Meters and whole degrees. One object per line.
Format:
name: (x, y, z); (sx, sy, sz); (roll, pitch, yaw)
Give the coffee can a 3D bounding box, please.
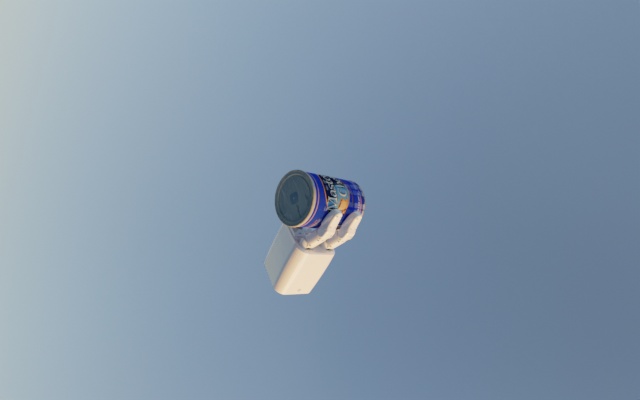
coffee can: (0.000, 0.003, 0.894); (0.103, 0.103, 0.140); (0, -6, 44)
